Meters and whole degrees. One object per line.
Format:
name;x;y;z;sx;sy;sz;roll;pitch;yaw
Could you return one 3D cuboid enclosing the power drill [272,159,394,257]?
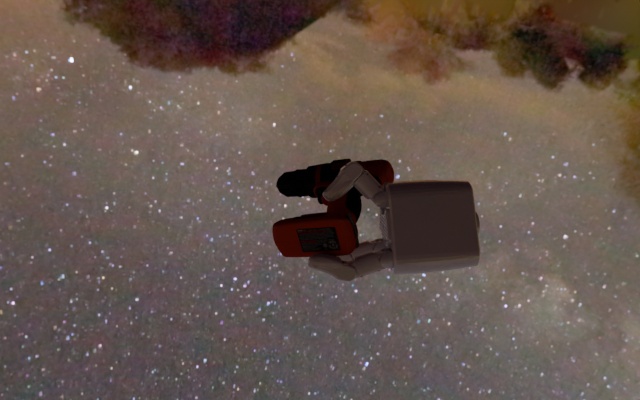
power drill;0.000;0.002;0.663;0.184;0.057;0.187;-6;30;22
